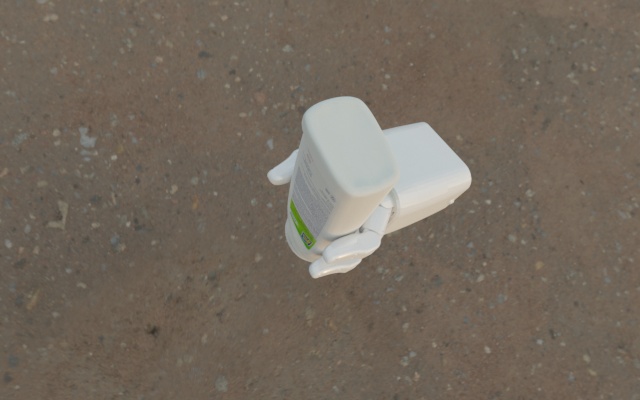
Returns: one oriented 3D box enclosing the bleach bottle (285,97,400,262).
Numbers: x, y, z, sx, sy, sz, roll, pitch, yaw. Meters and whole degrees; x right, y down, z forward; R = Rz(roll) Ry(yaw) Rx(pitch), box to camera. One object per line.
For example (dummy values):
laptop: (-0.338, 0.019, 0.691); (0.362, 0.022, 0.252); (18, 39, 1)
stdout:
bleach bottle: (0.000, 0.002, 0.522); (0.068, 0.102, 0.251); (-20, -17, -22)
